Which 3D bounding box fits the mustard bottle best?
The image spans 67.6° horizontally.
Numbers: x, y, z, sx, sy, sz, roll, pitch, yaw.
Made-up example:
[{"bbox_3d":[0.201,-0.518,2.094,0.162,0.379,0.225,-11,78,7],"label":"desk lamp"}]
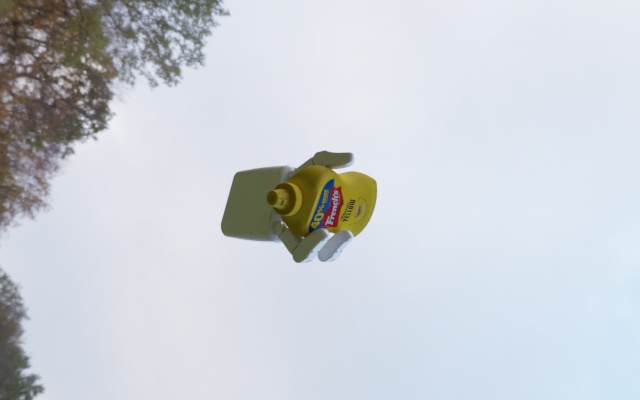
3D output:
[{"bbox_3d":[0.001,0.002,0.637,0.058,0.096,0.191,30,15,35],"label":"mustard bottle"}]
